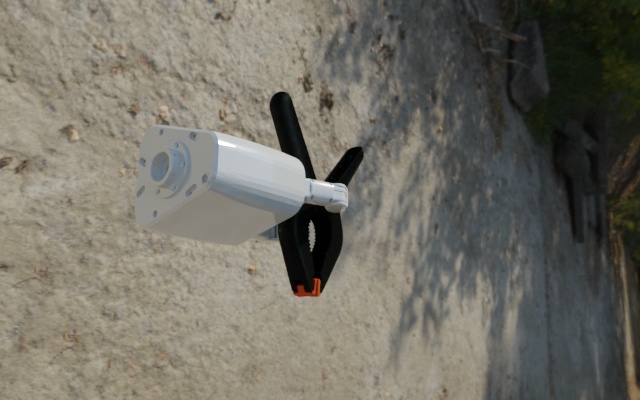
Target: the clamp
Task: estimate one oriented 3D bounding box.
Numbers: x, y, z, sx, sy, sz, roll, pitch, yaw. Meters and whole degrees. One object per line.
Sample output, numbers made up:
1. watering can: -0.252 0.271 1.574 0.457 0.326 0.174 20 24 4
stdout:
1. clamp: 0.001 0.002 0.536 0.036 0.210 0.164 -9 -15 37
